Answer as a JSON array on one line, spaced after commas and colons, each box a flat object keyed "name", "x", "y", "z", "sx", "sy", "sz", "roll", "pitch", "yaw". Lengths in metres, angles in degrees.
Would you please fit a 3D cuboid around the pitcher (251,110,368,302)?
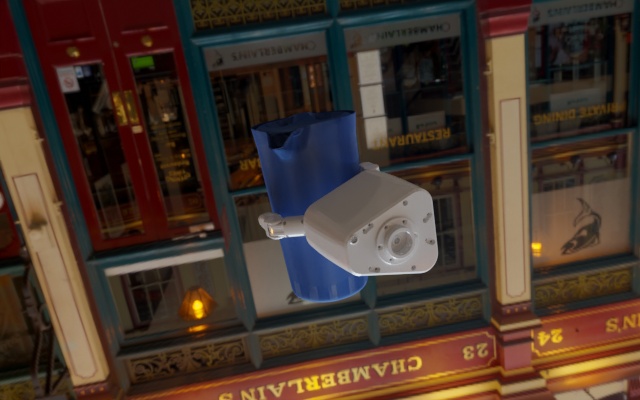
[{"name": "pitcher", "x": 0.000, "y": 0.002, "z": 0.644, "sx": 0.149, "sy": 0.243, "sz": 0.145, "roll": -15, "pitch": 17, "yaw": -21}]
